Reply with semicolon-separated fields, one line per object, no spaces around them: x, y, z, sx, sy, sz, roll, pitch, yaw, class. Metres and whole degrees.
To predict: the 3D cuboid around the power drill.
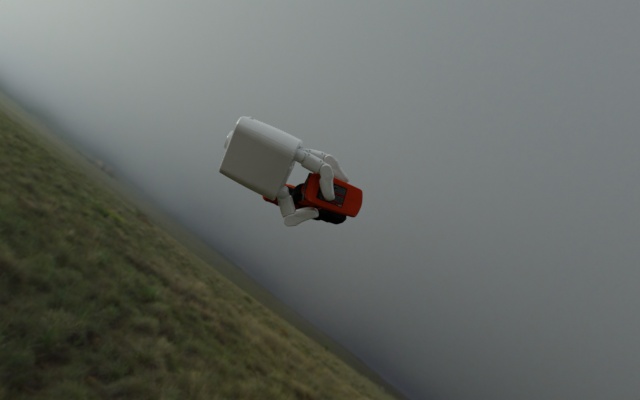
0.000;0.003;0.888;0.184;0.057;0.187;18;-13;-23;power drill
